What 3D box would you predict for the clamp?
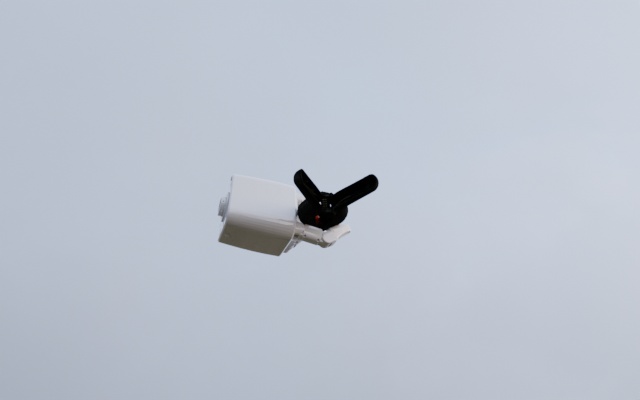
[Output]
[{"bbox_3d":[0.000,0.002,0.718,0.120,0.039,0.171,13,-34,-16],"label":"clamp"}]
